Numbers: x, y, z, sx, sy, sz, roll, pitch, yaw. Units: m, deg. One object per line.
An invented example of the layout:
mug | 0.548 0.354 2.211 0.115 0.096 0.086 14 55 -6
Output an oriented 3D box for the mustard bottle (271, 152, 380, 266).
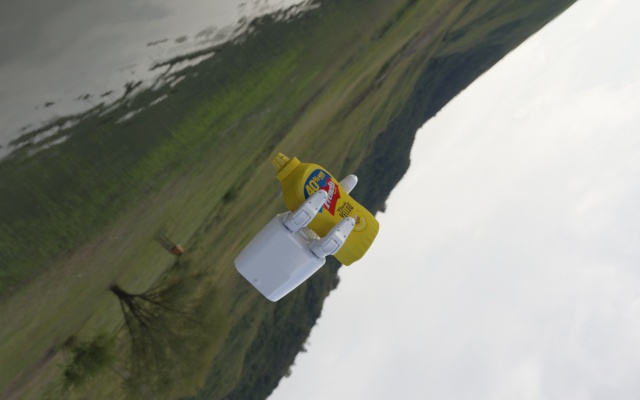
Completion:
mustard bottle | 0.001 0.002 0.712 0.058 0.191 0.096 -38 10 44
